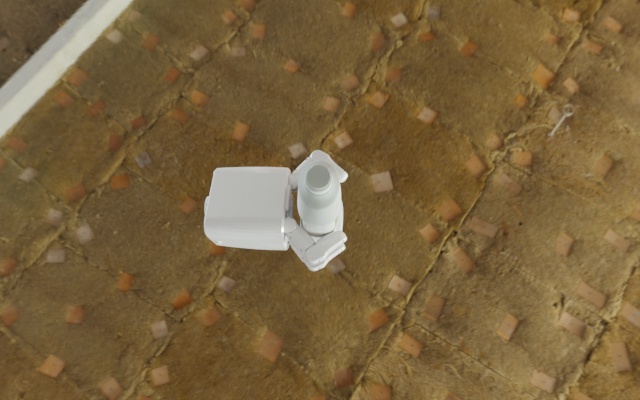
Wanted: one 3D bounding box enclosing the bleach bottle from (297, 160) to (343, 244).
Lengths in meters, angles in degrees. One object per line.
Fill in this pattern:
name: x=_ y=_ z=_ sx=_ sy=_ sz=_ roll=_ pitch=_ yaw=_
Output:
bleach bottle: x=0.000 y=0.002 z=0.657 sx=0.068 sy=0.102 sz=0.251 roll=2 pitch=-17 yaw=2
